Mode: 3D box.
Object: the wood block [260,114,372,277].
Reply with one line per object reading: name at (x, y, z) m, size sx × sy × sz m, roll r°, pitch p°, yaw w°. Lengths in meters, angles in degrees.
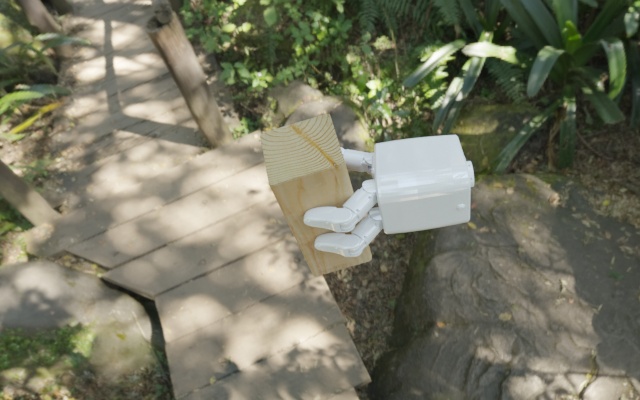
wood block at (0.000, 0.002, 0.625) m, size 0.090 × 0.090 × 0.206 m, roll -17°, pitch -41°, yaw 3°
